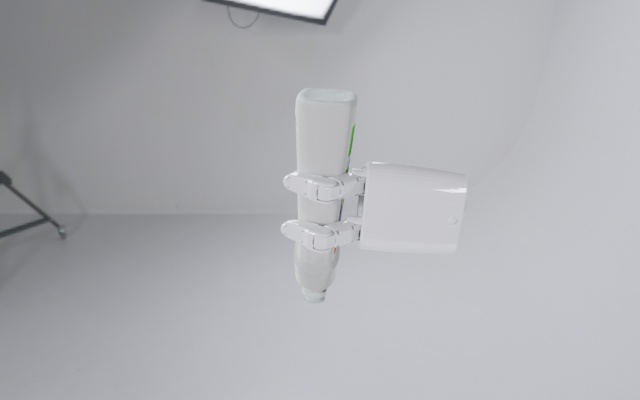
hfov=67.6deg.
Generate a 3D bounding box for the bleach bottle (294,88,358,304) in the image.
[{"bbox_3d":[0.000,0.002,0.562,0.068,0.251,0.102,5,21,2],"label":"bleach bottle"}]
